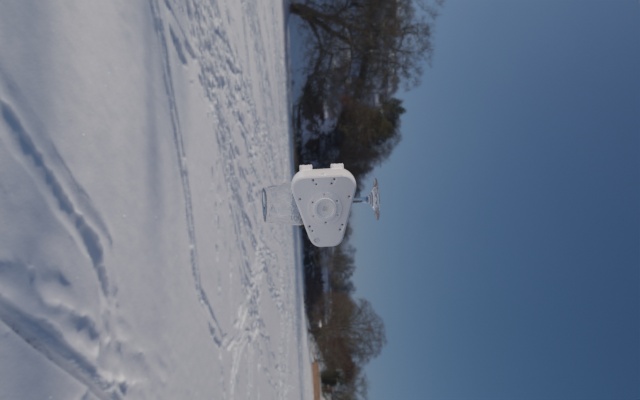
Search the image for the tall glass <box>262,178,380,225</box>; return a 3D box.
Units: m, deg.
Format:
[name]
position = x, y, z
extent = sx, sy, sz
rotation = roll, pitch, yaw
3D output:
[tall glass]
position = 0.001, 0.003, 0.841
extent = 0.201, 0.079, 0.079
rotation = -3, 0, -1
